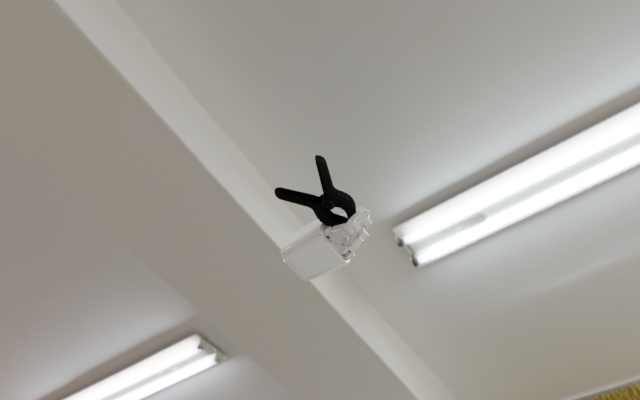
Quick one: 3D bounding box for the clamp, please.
[{"bbox_3d":[0.000,0.003,0.895,0.120,0.171,0.039,-26,28,28],"label":"clamp"}]
